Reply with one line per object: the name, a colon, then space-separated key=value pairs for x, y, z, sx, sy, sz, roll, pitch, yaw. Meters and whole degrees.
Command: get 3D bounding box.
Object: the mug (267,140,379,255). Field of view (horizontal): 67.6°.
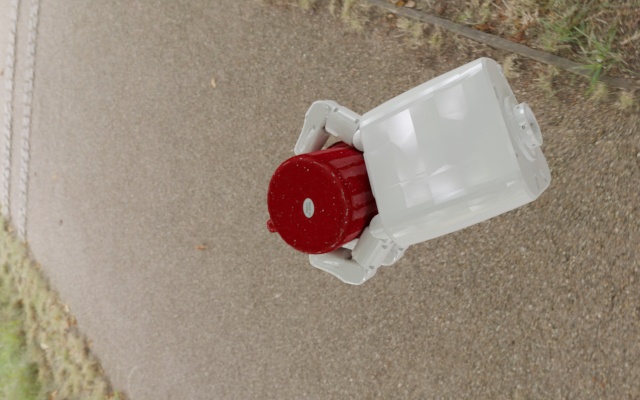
mug: x=-0.001 y=0.002 z=0.413 sx=0.117 sy=0.093 sz=0.081 roll=-24 pitch=-3 yaw=35
